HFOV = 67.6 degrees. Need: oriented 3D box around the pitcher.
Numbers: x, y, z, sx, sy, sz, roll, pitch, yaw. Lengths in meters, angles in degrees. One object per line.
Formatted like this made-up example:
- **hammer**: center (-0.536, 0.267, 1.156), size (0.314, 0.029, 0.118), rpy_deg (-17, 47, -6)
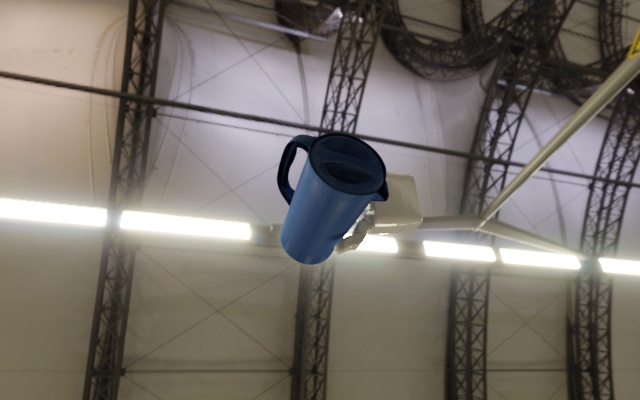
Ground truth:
- **pitcher**: center (0.000, 0.003, 0.840), size (0.145, 0.149, 0.243), rpy_deg (-2, -37, -25)
